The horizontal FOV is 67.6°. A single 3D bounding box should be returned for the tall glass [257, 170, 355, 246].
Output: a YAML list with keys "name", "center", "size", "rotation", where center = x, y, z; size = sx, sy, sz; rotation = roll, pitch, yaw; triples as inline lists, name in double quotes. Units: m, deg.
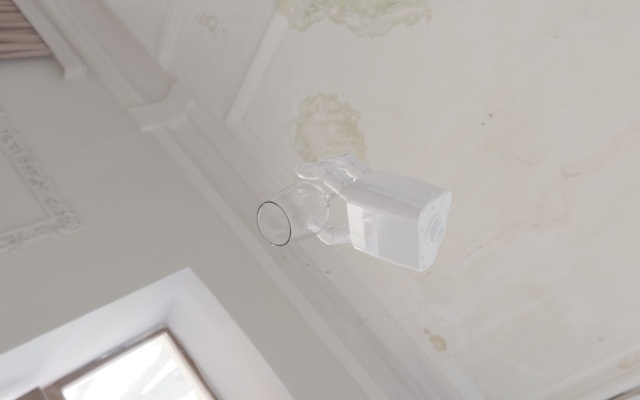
- name: "tall glass"
  center: [0.000, 0.002, 0.690]
  size: [0.079, 0.079, 0.201]
  rotation: [0, 17, 40]
